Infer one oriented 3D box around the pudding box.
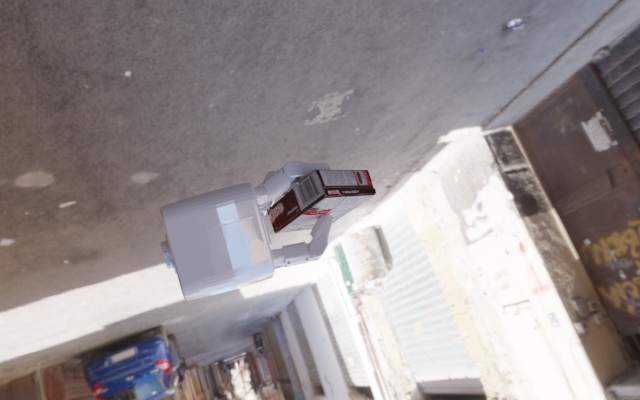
[{"bbox_3d":[0.000,0.002,0.604,0.090,0.039,0.113,-4,-22,-42],"label":"pudding box"}]
